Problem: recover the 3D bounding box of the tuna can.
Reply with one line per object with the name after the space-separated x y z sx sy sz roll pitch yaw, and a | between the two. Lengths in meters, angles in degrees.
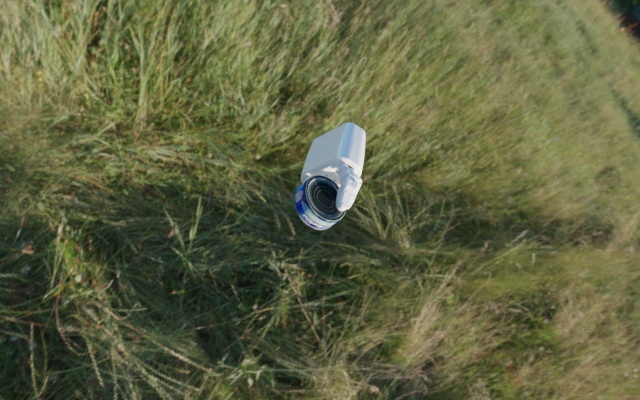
0.000 0.002 0.779 0.086 0.086 0.034 0 -25 -40 | tuna can
